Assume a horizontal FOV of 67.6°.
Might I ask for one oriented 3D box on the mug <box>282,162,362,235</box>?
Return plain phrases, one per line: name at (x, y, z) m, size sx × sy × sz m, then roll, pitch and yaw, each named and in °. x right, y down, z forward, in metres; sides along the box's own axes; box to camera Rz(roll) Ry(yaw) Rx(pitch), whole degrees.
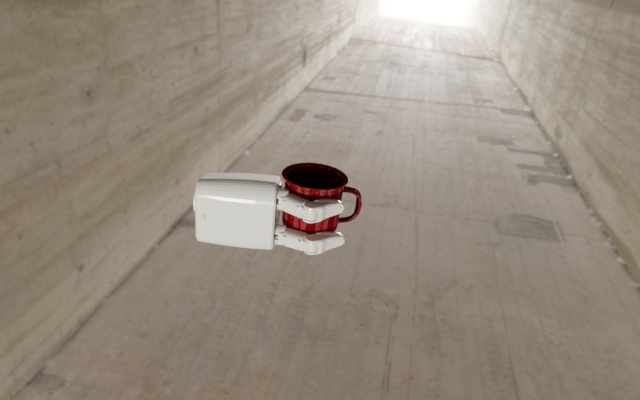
mug at (0.002, 0.003, 0.680) m, size 0.117 × 0.081 × 0.093 m, roll 6°, pitch 26°, yaw -2°
